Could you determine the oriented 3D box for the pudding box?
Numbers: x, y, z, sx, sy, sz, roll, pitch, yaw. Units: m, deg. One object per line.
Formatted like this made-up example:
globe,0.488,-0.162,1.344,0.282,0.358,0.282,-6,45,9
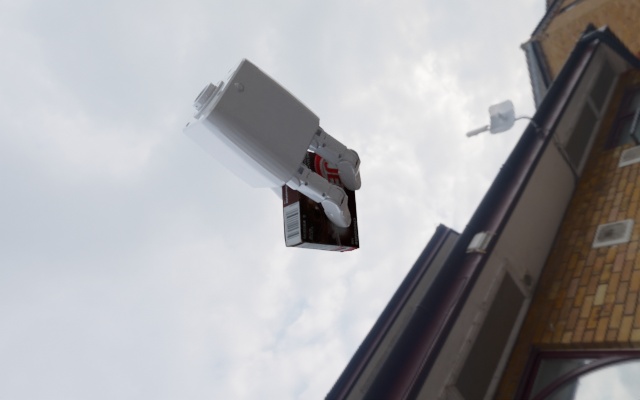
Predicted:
pudding box,0.000,0.002,0.566,0.090,0.113,0.039,9,-18,-38
